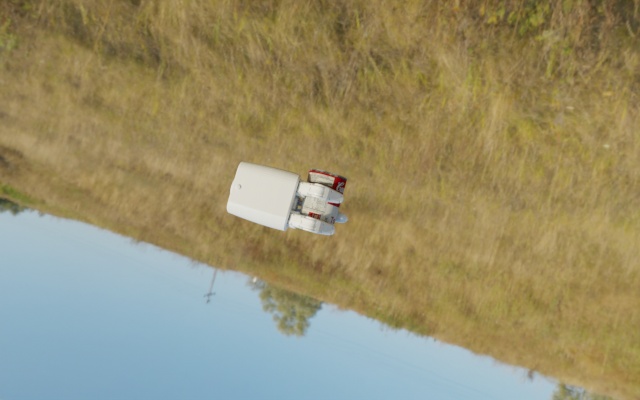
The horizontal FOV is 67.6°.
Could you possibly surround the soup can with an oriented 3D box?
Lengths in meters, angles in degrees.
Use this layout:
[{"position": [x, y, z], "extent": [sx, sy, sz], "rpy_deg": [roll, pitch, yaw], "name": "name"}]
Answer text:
[{"position": [0.001, 0.003, 0.825], "extent": [0.068, 0.102, 0.068], "rpy_deg": [16, -3, 1], "name": "soup can"}]
